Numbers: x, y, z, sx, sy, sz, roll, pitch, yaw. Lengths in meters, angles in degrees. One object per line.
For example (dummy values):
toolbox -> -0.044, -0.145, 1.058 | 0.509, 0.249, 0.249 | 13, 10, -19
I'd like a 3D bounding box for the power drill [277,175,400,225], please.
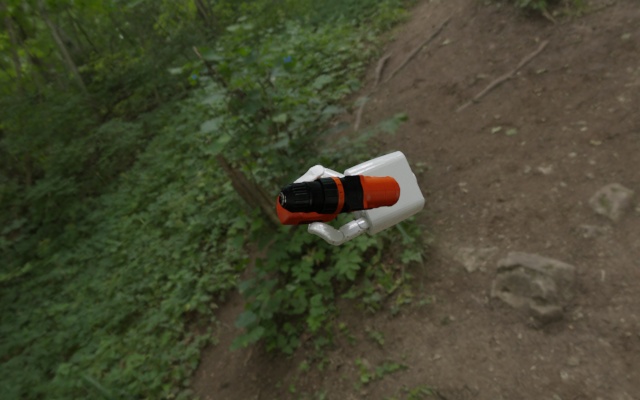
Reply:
power drill -> 0.000, 0.002, 0.725 | 0.184, 0.057, 0.187 | -2, -6, -26
